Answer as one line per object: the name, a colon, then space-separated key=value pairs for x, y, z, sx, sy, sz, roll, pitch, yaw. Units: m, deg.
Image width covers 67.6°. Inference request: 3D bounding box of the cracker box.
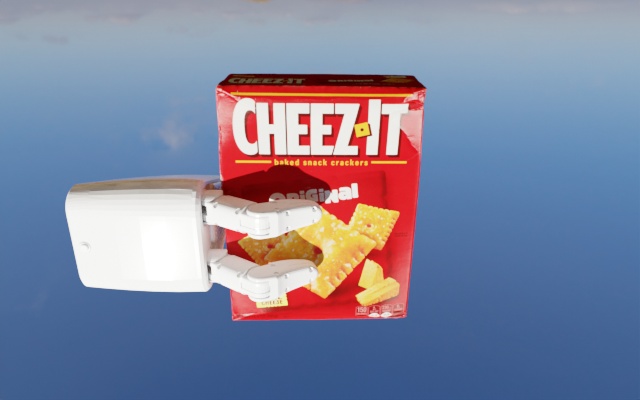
cracker box: x=0.000 y=0.001 z=0.423 sx=0.164 sy=0.214 sz=0.072 roll=0 pitch=23 yaw=-1
